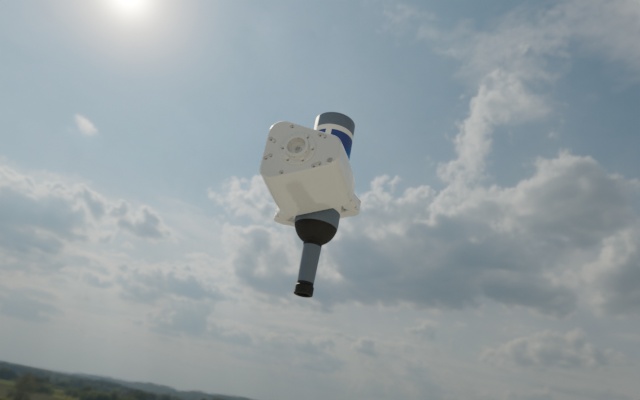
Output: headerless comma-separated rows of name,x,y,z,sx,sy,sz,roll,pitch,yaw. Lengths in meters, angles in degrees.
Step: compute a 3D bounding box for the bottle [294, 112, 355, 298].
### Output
bottle,0.000,0.002,0.734,0.069,0.295,0.069,9,-25,4
